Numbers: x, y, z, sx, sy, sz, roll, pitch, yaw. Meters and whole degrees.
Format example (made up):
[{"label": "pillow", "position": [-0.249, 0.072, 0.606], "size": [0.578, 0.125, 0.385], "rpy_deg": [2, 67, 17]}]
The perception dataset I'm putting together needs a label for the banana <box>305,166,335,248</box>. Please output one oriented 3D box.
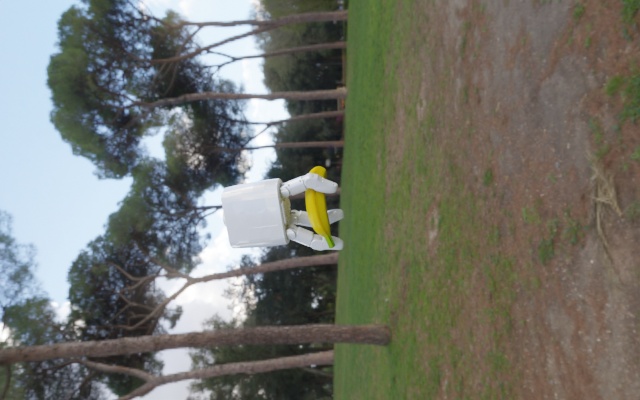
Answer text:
[{"label": "banana", "position": [-0.005, -0.007, 0.876], "size": [0.037, 0.197, 0.070], "rpy_deg": [-13, -43, 10]}]
